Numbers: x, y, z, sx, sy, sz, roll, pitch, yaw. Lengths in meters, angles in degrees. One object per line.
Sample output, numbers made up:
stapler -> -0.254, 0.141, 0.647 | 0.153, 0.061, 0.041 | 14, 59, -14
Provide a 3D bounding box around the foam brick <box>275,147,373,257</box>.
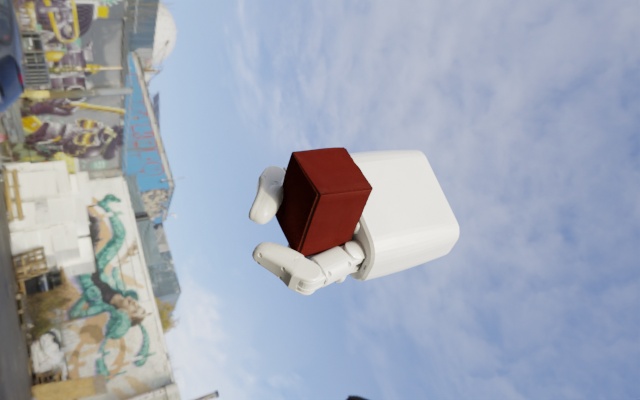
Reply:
foam brick -> 0.000, 0.001, 0.401 | 0.051, 0.053, 0.078 | -9, -40, -27
